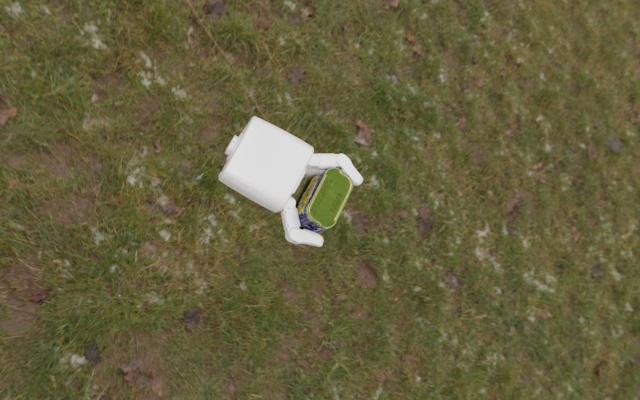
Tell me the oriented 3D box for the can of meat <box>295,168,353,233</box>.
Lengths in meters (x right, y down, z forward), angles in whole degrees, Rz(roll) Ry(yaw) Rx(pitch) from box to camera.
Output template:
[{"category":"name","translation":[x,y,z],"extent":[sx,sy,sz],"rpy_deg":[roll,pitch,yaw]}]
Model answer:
[{"category":"can of meat","translation":[0.000,0.003,0.764],"extent":[0.057,0.102,0.084],"rpy_deg":[31,-21,-14]}]
